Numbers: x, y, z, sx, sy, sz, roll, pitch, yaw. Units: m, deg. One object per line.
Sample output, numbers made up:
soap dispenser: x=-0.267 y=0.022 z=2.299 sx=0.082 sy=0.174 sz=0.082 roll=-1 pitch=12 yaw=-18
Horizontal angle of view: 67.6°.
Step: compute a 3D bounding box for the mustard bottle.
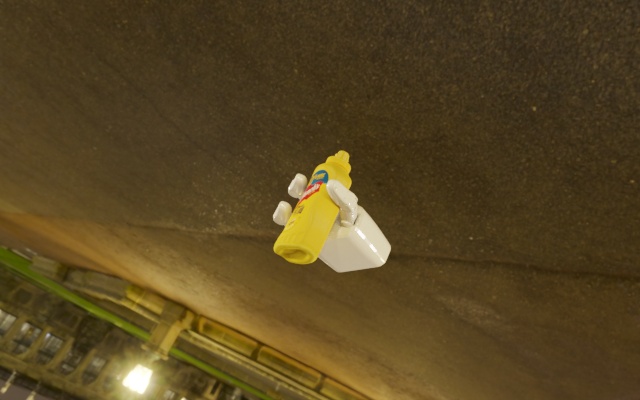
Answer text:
mustard bottle: x=0.000 y=0.002 z=0.735 sx=0.058 sy=0.191 sz=0.096 roll=35 pitch=-26 yaw=-16
